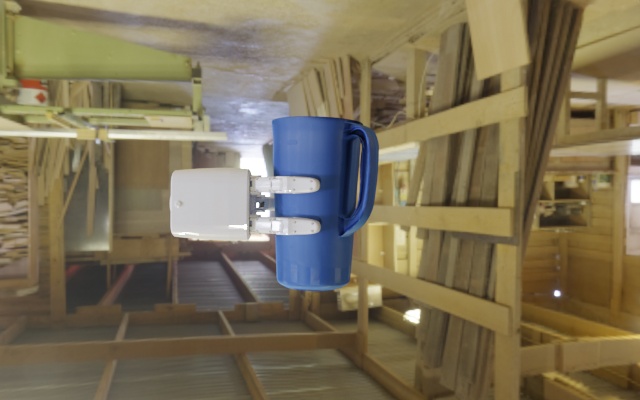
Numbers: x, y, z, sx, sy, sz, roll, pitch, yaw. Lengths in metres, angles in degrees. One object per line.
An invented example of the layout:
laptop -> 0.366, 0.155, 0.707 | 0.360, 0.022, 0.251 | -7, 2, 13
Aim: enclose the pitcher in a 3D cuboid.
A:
pitcher -> 0.000, 0.002, 0.687 | 0.145, 0.243, 0.149 | 1, 1, -3
